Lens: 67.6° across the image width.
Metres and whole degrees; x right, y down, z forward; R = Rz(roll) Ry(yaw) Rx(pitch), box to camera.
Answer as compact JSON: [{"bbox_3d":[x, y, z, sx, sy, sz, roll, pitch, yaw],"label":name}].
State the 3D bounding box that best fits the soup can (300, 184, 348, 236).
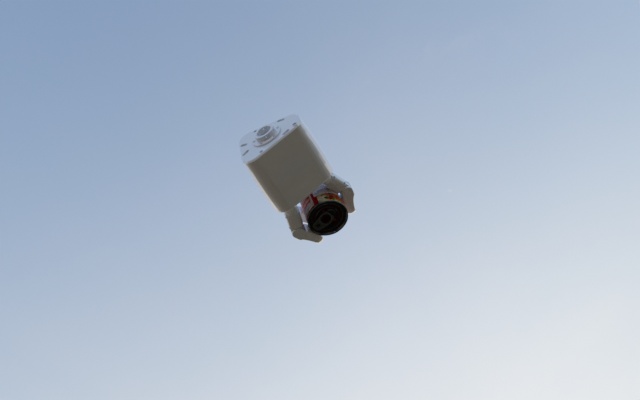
[{"bbox_3d":[0.000,0.003,0.804,0.068,0.068,0.102,0,32,-16],"label":"soup can"}]
